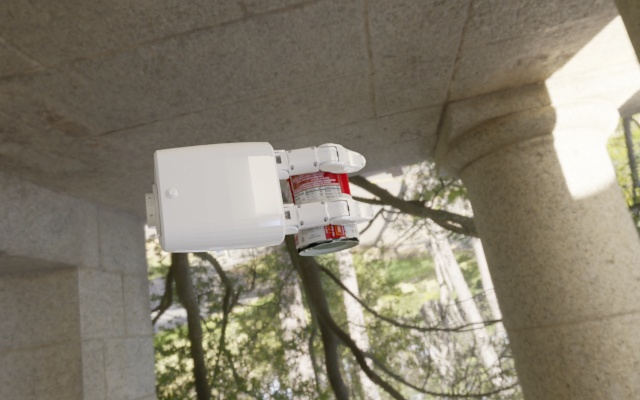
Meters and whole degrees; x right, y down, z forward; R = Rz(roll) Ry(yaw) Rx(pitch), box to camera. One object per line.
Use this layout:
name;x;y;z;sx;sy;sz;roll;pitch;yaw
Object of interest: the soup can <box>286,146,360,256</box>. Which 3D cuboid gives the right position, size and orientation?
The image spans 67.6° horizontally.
soup can;0.001;0.002;0.505;0.068;0.102;0.068;-10;-15;-3
